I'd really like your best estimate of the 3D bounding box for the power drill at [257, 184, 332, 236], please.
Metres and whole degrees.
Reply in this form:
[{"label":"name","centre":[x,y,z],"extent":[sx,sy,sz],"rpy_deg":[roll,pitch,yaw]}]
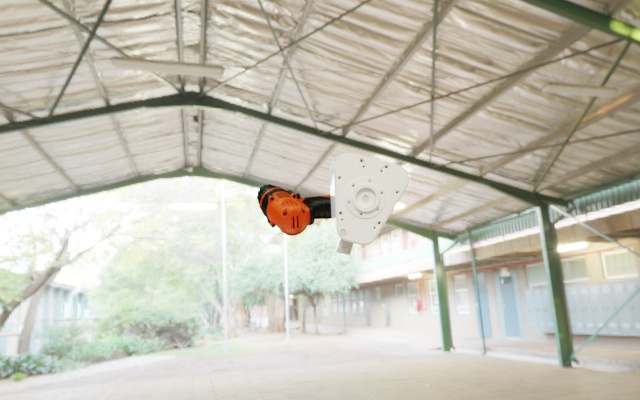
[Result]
[{"label":"power drill","centre":[0.001,0.002,0.754],"extent":[0.187,0.057,0.184],"rpy_deg":[-8,18,-17]}]
